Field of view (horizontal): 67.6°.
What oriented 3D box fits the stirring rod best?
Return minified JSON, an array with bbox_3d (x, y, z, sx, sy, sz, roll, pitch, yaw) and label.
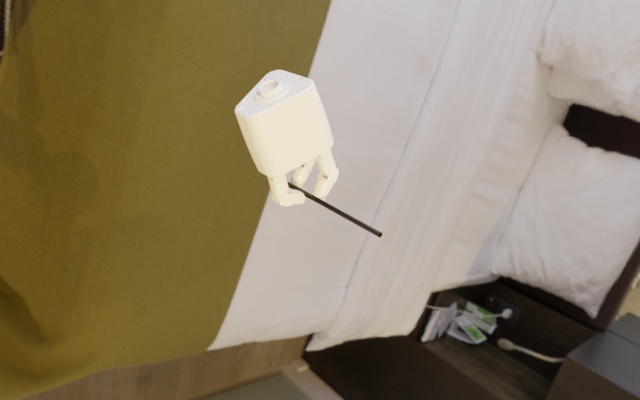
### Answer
[{"bbox_3d":[0.000,0.002,0.730,0.239,0.011,0.011,29,19,39],"label":"stirring rod"}]
